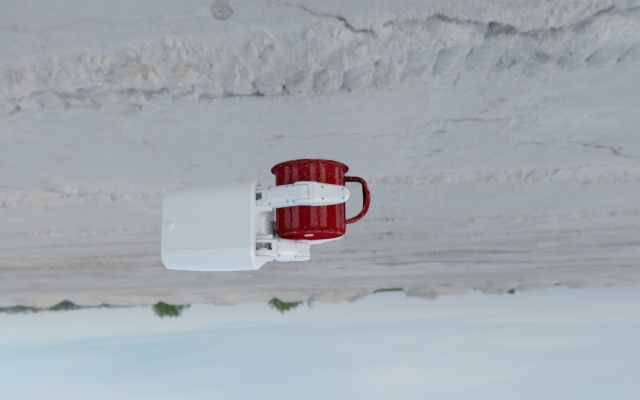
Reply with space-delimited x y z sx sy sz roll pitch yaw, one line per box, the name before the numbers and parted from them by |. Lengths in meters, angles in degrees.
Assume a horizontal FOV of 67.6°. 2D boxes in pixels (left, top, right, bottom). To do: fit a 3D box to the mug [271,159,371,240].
mug | 0.002 0.002 0.558 0.117 0.081 0.093 -3 -11 9
